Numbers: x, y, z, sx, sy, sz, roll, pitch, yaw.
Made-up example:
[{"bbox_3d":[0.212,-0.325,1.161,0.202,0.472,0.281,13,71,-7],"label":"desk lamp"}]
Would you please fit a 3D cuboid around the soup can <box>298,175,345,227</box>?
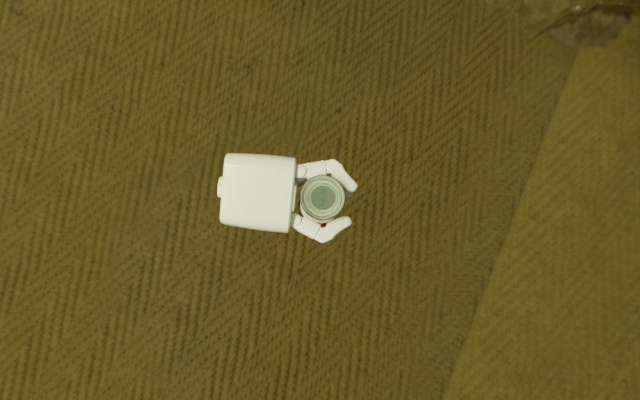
[{"bbox_3d":[0.001,0.003,0.738,0.068,0.068,0.102,0,-9,-4],"label":"soup can"}]
